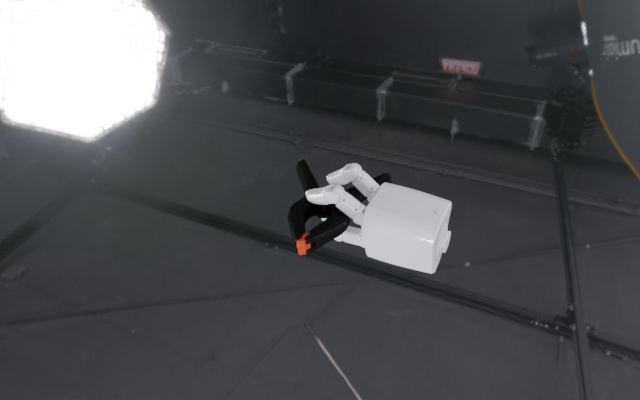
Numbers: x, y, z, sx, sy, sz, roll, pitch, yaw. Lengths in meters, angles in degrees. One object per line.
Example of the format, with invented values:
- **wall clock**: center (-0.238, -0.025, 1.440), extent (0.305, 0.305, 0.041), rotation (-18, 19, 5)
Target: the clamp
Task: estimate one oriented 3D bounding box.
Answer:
- **clamp**: center (0.000, 0.003, 0.741), extent (0.164, 0.036, 0.210), rotation (15, 41, 23)
